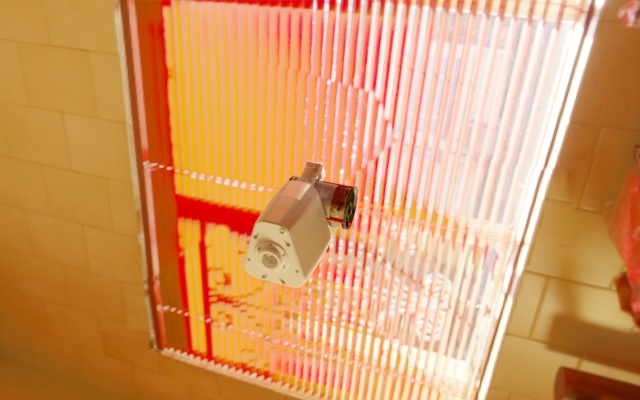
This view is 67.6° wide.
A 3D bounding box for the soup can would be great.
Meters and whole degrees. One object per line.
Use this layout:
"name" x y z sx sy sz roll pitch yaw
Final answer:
"soup can" 0.000 0.002 0.739 0.102 0.068 0.068 11 3 16
